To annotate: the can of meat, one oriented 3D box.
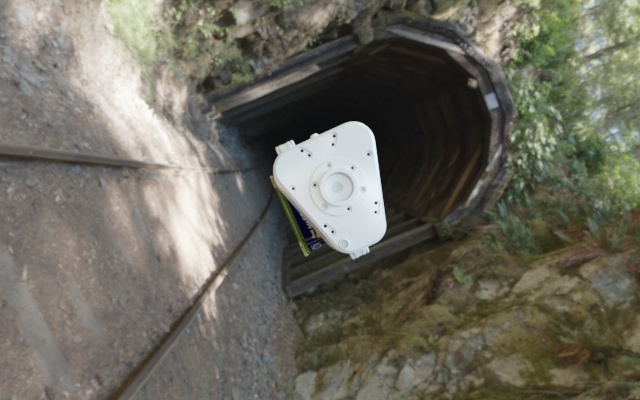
[{"bbox_3d":[0.000,0.002,0.562,0.084,0.102,0.057,-24,-5,-1],"label":"can of meat"}]
